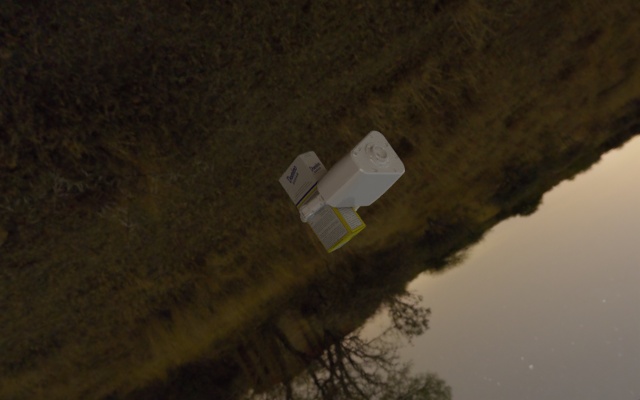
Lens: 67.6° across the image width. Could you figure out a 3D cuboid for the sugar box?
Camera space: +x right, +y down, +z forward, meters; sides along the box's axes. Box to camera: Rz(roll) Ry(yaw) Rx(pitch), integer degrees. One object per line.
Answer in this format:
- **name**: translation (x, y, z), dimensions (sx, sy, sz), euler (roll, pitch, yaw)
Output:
- **sugar box**: translation (0.001, 0.003, 0.898), dimensions (0.048, 0.176, 0.093), euler (-22, -15, -41)
